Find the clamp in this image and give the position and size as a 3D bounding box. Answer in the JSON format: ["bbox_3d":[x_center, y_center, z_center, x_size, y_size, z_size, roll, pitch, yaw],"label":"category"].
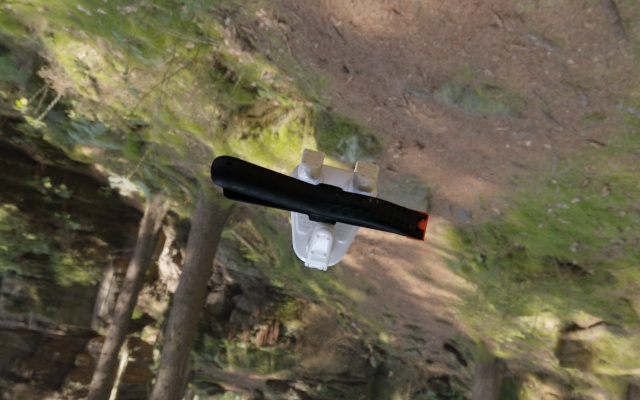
[{"bbox_3d":[0.000,0.002,0.438,0.210,0.036,0.164,13,-4,0],"label":"clamp"}]
